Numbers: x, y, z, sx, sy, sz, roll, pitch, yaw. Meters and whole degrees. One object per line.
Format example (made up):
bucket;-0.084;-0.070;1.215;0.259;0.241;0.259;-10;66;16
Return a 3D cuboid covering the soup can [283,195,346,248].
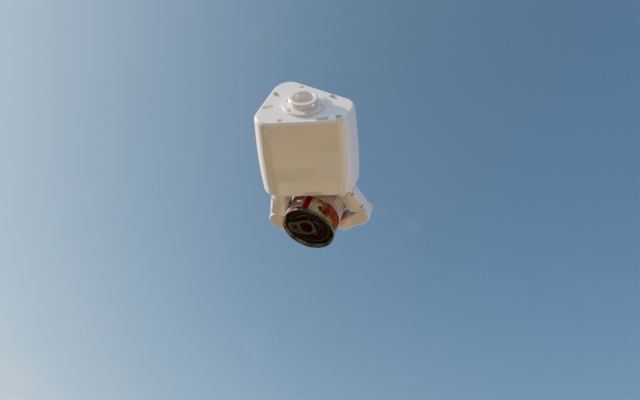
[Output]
soup can;0.000;0.002;0.627;0.068;0.068;0.102;0;42;25
